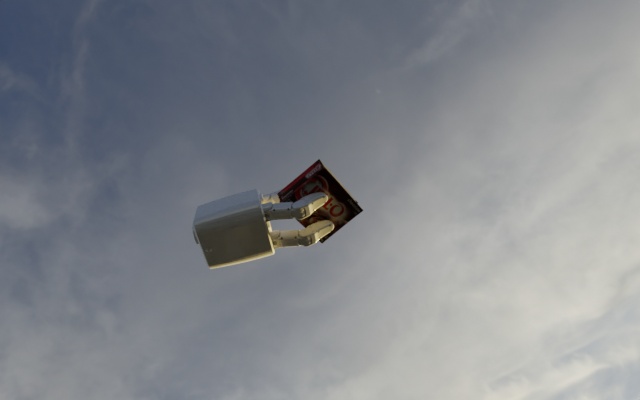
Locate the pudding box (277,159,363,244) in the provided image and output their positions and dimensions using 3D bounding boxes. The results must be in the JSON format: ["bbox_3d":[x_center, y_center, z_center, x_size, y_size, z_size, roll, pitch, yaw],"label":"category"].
[{"bbox_3d":[0.000,0.002,0.768,0.113,0.090,0.039,45,11,-34],"label":"pudding box"}]
